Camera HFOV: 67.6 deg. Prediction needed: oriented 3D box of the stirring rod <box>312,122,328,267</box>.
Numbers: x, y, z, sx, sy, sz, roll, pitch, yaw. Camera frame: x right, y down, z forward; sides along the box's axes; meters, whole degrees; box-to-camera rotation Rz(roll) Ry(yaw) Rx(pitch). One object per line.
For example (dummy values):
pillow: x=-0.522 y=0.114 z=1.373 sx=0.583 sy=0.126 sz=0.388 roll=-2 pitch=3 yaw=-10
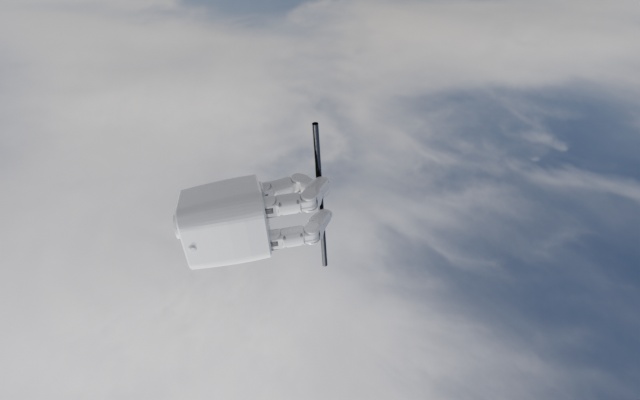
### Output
stirring rod: x=0.000 y=0.002 z=0.651 sx=0.011 sy=0.240 sz=0.011 roll=-2 pitch=38 yaw=2
